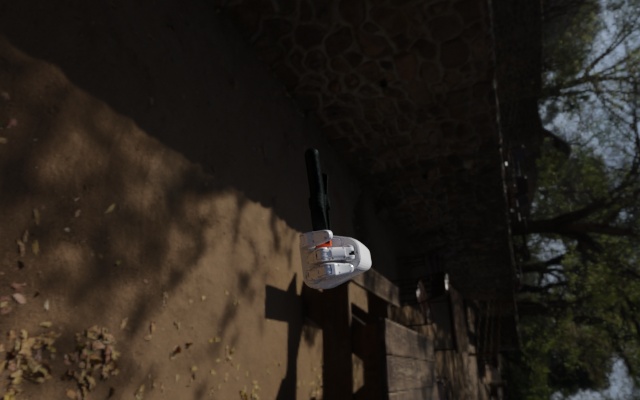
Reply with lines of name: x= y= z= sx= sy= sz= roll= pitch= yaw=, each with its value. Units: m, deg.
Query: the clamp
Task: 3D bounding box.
clamp: x=0.001 y=0.003 z=0.860 sx=0.039 sy=0.171 sz=0.120 roll=-7 pitch=-14 yaw=14
